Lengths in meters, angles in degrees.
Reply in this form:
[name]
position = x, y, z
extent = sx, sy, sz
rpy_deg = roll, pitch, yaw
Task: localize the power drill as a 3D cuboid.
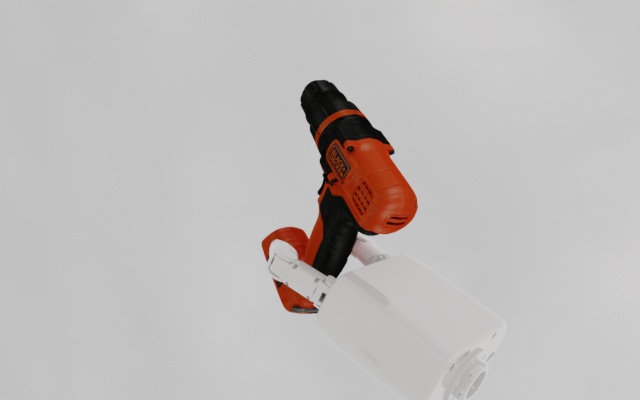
[power drill]
position = 0.000, 0.002, 0.454
extent = 0.057, 0.188, 0.184
rpy_deg = 2, 42, -28
